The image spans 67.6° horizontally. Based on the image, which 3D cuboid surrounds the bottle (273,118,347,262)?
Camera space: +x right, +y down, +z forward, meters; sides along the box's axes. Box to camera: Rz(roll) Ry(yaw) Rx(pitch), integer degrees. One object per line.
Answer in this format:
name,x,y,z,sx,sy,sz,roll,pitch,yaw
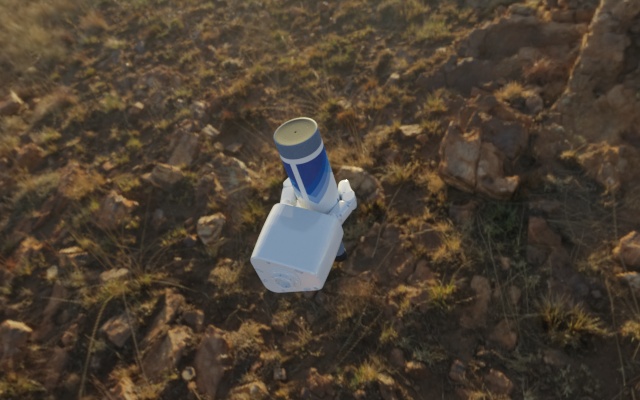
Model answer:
bottle,0.000,0.002,0.786,0.069,0.069,0.296,0,-44,20
